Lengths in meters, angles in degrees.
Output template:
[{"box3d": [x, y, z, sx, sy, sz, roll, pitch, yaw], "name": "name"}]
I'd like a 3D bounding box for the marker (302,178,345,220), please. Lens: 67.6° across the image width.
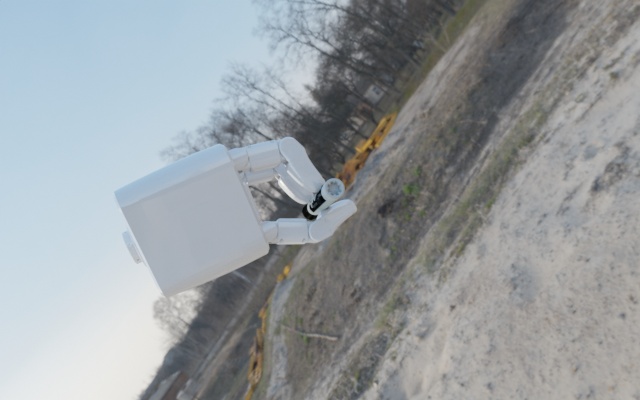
[{"box3d": [0.000, 0.002, 0.482, 0.020, 0.020, 0.121, 0, -12, -13], "name": "marker"}]
